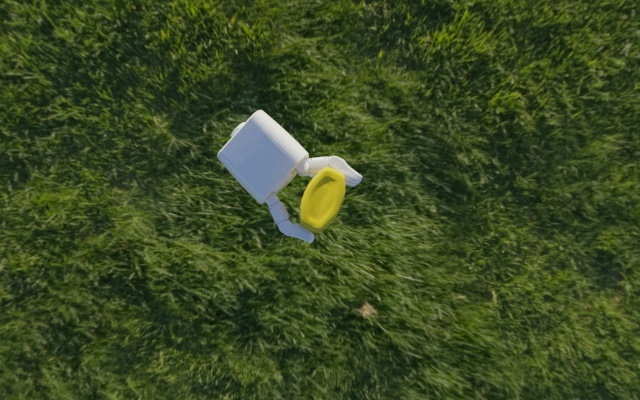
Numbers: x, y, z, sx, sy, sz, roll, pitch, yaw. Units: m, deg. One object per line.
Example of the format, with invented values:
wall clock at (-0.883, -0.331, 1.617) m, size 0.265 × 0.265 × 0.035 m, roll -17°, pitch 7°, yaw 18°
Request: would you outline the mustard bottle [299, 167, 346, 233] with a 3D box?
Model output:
mustard bottle at (0.000, 0.003, 0.777) m, size 0.058 × 0.096 × 0.191 m, roll 22°, pitch -3°, yaw -1°
